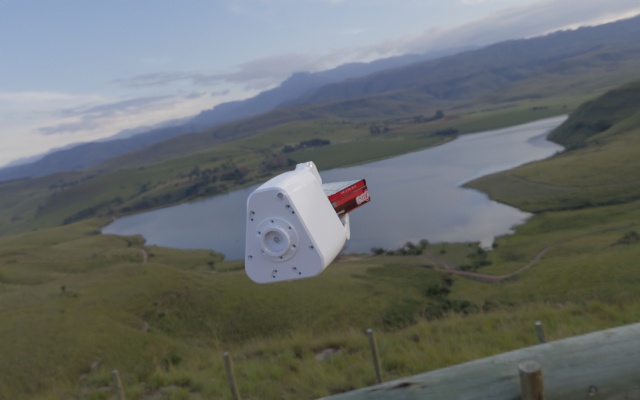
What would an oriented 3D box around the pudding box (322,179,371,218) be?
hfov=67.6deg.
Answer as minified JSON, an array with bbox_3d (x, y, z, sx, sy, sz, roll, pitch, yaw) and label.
[{"bbox_3d":[0.000,0.002,0.678,0.113,0.039,0.090,-3,15,43],"label":"pudding box"}]
